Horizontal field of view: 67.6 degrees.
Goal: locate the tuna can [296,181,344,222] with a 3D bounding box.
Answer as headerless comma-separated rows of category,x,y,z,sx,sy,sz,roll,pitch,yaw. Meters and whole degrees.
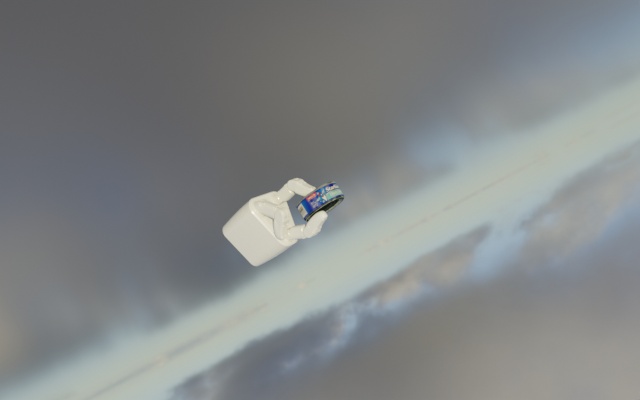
tuna can,0.000,0.003,0.866,0.086,0.033,0.086,-31,-11,-7
